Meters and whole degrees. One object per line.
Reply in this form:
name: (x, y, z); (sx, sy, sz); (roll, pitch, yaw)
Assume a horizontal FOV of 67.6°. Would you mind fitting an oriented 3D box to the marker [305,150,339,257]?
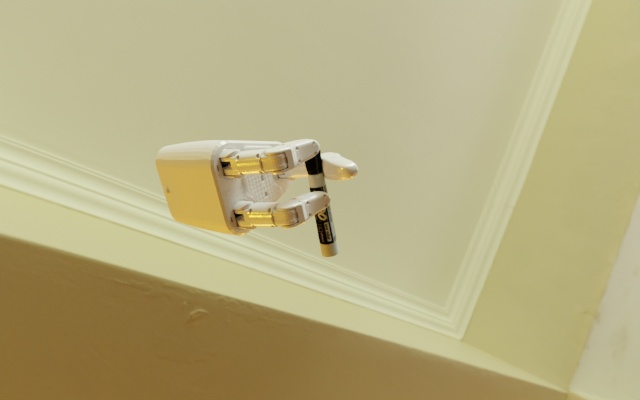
marker: (0.000, 0.002, 0.501); (0.020, 0.121, 0.020); (-10, 18, 3)
